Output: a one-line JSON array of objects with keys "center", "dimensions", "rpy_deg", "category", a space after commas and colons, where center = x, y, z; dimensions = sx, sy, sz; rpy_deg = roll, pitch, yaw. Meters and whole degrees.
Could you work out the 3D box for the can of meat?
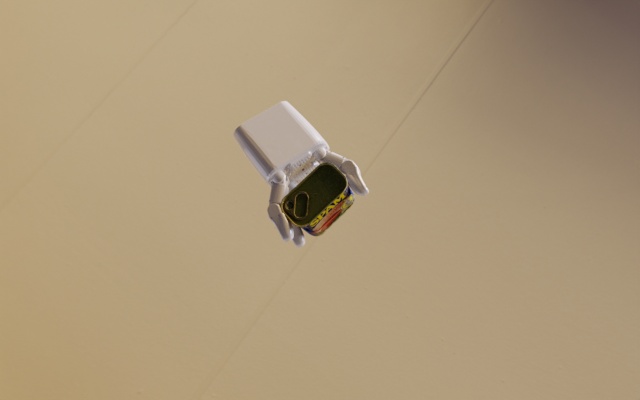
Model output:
[{"center": [0.000, 0.002, 0.722], "dimensions": [0.057, 0.102, 0.084], "rpy_deg": [46, -1, 22], "category": "can of meat"}]
